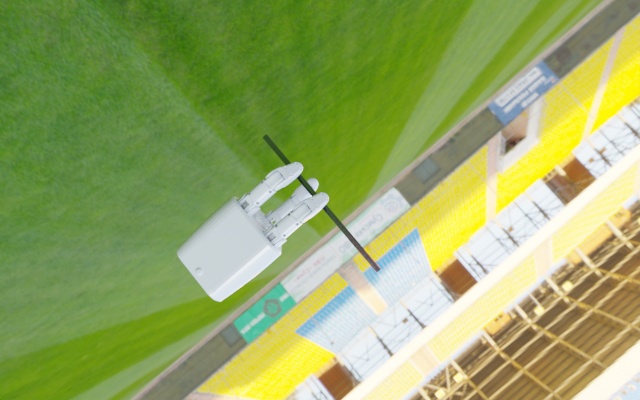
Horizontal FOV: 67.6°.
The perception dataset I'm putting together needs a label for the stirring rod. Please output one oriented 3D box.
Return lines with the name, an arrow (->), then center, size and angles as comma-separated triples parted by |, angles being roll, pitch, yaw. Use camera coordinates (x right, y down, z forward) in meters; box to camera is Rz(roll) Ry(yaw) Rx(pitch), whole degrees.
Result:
stirring rod -> 0.000, 0.002, 0.648 | 0.011, 0.239, 0.011 | -40, -6, -5
